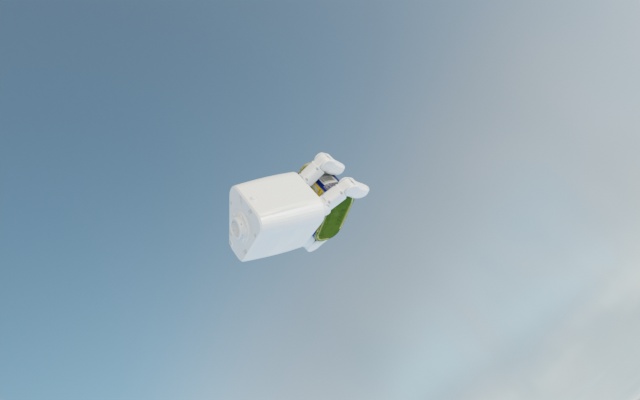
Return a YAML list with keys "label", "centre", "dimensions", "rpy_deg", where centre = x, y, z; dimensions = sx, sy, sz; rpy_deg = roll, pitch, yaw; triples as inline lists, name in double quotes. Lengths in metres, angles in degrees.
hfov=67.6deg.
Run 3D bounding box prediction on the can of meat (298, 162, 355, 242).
- label: "can of meat"
  centre: [0.000, 0.003, 0.766]
  dimensions: [0.057, 0.102, 0.084]
  rpy_deg: [-11, 45, -38]
